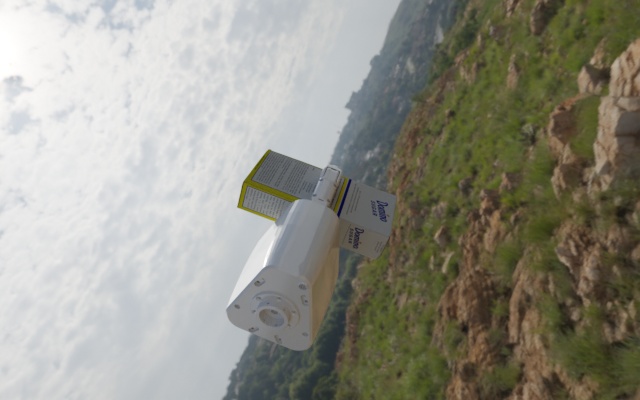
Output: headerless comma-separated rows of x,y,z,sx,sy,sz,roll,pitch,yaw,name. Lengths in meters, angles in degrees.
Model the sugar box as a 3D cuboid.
0.000,0.002,0.574,0.176,0.048,0.093,23,34,1,sugar box
